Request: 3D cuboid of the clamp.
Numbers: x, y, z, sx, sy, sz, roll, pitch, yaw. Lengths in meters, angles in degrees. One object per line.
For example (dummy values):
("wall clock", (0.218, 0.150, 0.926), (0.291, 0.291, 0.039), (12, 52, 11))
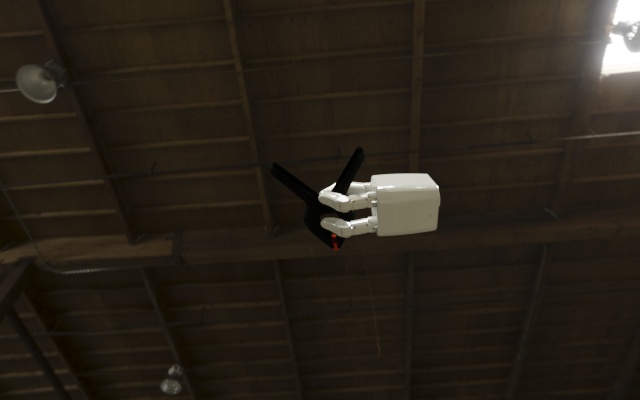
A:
("clamp", (0.000, 0.003, 0.865), (0.164, 0.210, 0.036), (-4, 34, 2))
